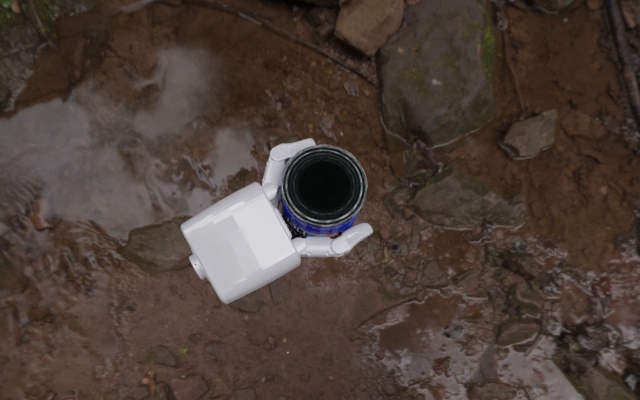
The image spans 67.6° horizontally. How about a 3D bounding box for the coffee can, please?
[{"bbox_3d":[0.000,0.002,0.623,0.103,0.102,0.140,0,-17,-4],"label":"coffee can"}]
